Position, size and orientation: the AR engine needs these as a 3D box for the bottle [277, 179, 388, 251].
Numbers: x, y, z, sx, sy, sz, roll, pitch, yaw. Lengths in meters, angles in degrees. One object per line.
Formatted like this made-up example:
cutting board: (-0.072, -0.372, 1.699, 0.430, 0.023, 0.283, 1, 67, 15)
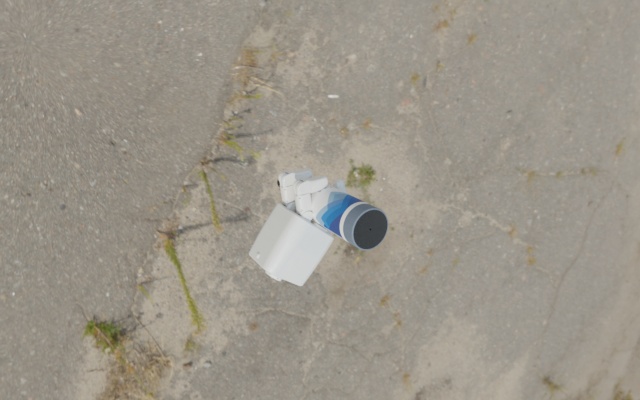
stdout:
bottle: (0.000, 0.003, 0.824, 0.069, 0.069, 0.295, 0, 16, -32)
